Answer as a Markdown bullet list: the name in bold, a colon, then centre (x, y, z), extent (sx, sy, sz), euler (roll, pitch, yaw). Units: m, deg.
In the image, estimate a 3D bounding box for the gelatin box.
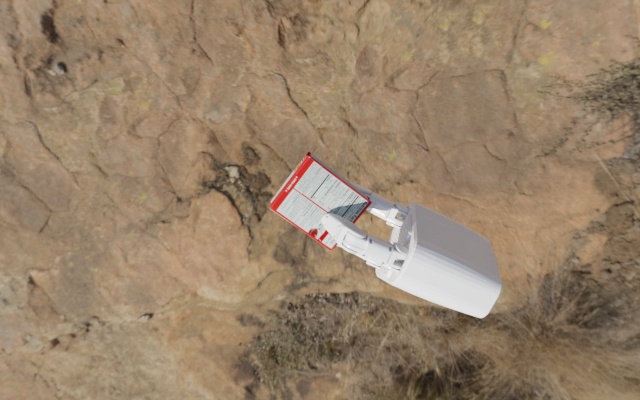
- **gelatin box**: centre (0.000, 0.002, 0.531), extent (0.089, 0.073, 0.030), euler (36, 12, -12)
